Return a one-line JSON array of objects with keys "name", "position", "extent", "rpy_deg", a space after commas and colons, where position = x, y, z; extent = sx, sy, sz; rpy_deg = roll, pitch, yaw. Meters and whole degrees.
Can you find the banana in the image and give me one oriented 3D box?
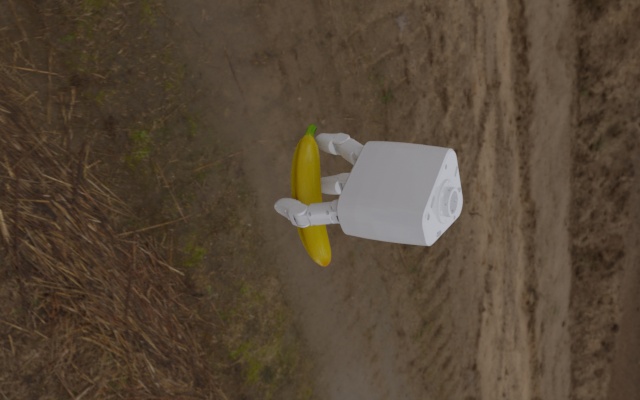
[{"name": "banana", "position": [-0.009, 0.003, 0.624], "extent": [0.037, 0.198, 0.069], "rpy_deg": [5, 16, 30]}]
